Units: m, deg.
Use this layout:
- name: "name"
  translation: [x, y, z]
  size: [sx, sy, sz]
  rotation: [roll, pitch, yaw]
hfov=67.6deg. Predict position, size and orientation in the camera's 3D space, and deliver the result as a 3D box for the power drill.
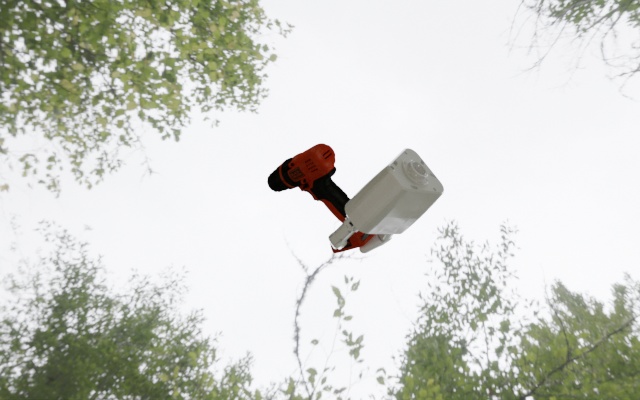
- name: "power drill"
  translation: [0.001, 0.003, 0.823]
  size: [0.057, 0.188, 0.184]
  rotation: [-45, 13, -32]
